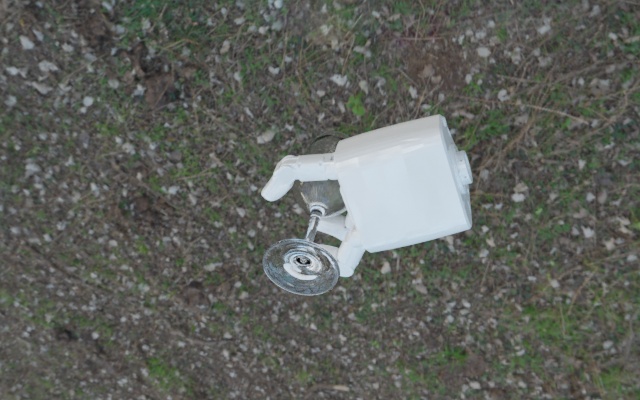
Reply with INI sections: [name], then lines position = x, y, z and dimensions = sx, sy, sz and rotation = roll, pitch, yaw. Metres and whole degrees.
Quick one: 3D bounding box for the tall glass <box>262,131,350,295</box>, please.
[tall glass]
position = 0.000, 0.002, 0.519
dimensions = 0.079, 0.079, 0.201
rotation = 0, 39, 13
